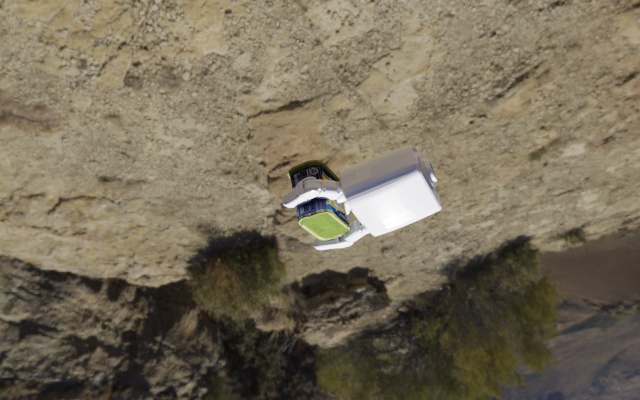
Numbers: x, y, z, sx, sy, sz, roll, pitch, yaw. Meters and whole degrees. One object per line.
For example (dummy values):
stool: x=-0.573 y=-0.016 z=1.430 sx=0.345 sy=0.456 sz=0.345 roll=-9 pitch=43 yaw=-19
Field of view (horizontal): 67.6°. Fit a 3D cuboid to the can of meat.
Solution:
can of meat: x=0.000 y=0.003 z=0.698 sx=0.057 sy=0.084 sz=0.102 roll=-21 pitch=-29 yaw=18
